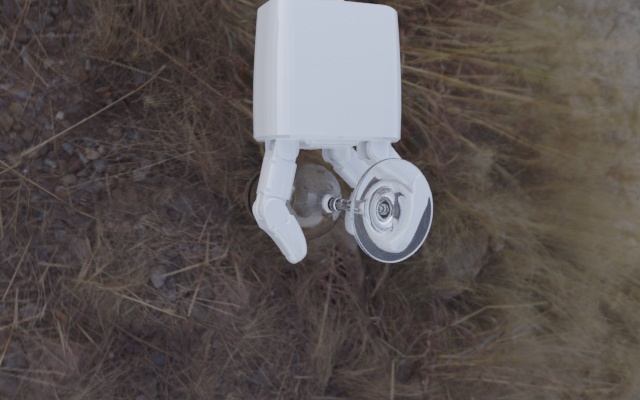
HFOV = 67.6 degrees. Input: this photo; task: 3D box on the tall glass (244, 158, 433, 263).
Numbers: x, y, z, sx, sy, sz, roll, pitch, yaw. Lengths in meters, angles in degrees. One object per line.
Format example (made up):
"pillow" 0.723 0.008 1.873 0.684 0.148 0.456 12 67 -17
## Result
"tall glass" 0.000 0.002 0.419 0.079 0.079 0.201 0 3 -32
